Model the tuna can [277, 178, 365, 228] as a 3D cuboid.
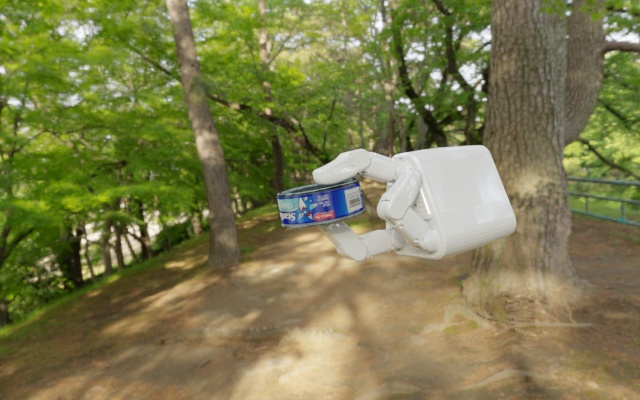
[{"bbox_3d":[0.000,0.001,0.481,0.086,0.034,0.086,-10,6,1],"label":"tuna can"}]
